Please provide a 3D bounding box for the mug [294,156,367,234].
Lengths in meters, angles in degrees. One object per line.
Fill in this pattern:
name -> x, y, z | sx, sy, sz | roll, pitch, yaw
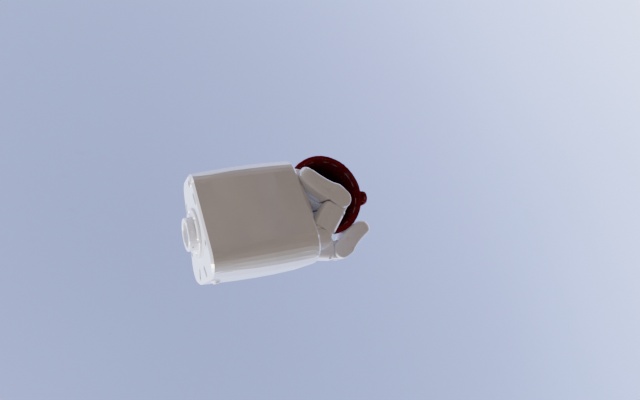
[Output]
mug -> 0.001, 0.002, 0.583 | 0.117, 0.093, 0.081 | -5, -12, -26
